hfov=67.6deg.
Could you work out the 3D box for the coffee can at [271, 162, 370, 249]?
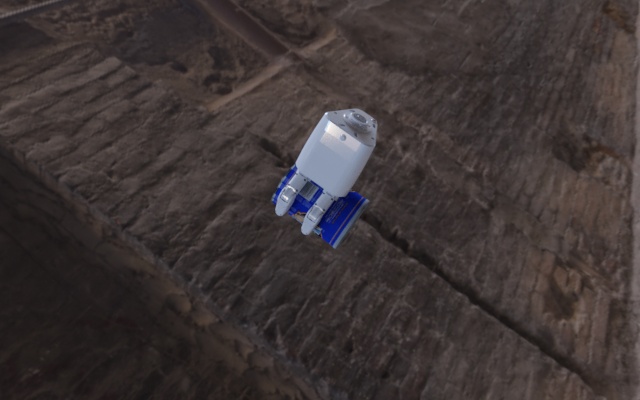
[{"bbox_3d":[0.000,0.003,0.839,0.140,0.103,0.103,36,4,6],"label":"coffee can"}]
